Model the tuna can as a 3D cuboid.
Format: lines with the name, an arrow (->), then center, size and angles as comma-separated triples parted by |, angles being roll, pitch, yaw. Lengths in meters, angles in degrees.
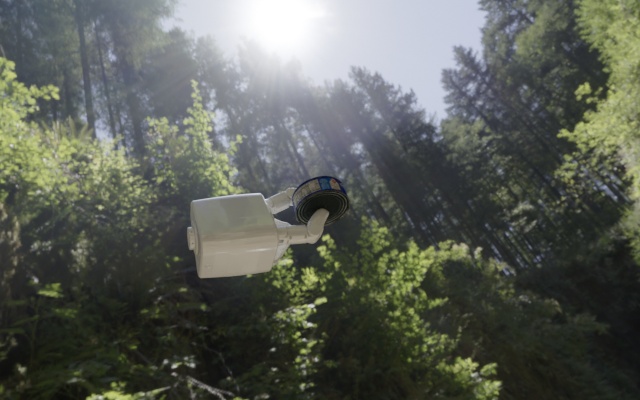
tuna can -> 0.000, 0.002, 0.733 | 0.086, 0.033, 0.086 | -11, -38, -9
